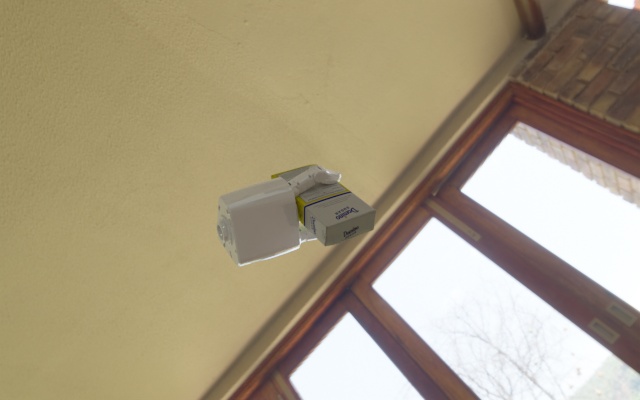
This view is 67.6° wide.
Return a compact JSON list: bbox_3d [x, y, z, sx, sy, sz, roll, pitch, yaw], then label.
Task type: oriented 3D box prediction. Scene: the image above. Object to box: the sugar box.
[{"bbox_3d":[0.000,0.003,0.778,0.093,0.048,0.176,-17,39,-27],"label":"sugar box"}]
